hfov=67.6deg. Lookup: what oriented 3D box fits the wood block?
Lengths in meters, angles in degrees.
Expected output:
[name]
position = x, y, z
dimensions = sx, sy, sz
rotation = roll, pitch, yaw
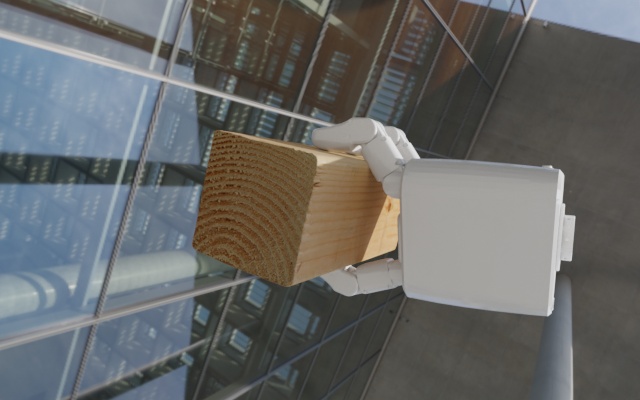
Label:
[wood block]
position = 0.000, 0.002, 0.412
dimensions = 0.090, 0.091, 0.206
rotation = 17, 9, 27
